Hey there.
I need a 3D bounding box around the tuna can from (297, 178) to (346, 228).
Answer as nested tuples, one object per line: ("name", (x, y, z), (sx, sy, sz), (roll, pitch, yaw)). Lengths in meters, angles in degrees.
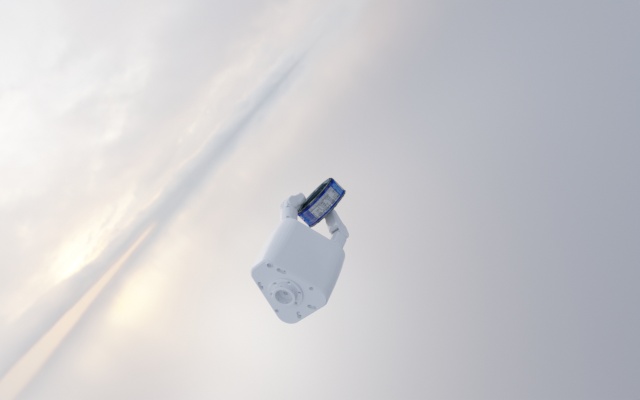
("tuna can", (0.000, 0.002, 0.783), (0.034, 0.086, 0.086), (44, -8, -8))
